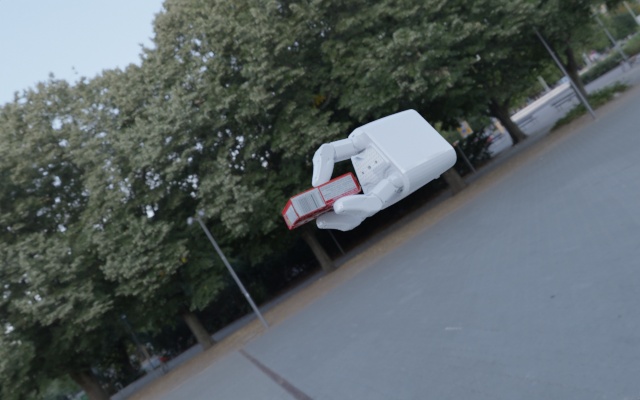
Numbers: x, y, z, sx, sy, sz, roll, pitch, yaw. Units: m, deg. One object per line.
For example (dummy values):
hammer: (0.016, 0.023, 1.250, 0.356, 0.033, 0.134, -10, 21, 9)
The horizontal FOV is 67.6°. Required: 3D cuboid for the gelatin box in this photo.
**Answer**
gelatin box: (0.000, 0.002, 0.609, 0.089, 0.030, 0.073, -24, -8, -17)
